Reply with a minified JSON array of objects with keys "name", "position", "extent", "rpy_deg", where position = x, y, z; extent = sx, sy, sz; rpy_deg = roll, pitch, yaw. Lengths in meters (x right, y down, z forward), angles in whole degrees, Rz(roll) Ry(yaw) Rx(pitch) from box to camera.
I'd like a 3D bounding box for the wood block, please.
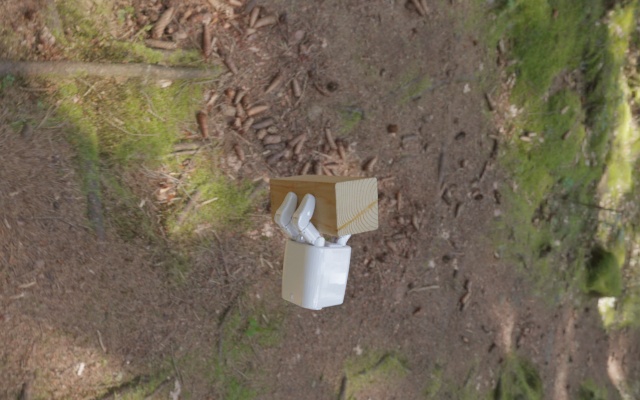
[{"name":"wood block","position":[0.000,0.003,0.860],"extent":[0.091,0.090,0.206],"rpy_deg":[-8,9,-36]}]
